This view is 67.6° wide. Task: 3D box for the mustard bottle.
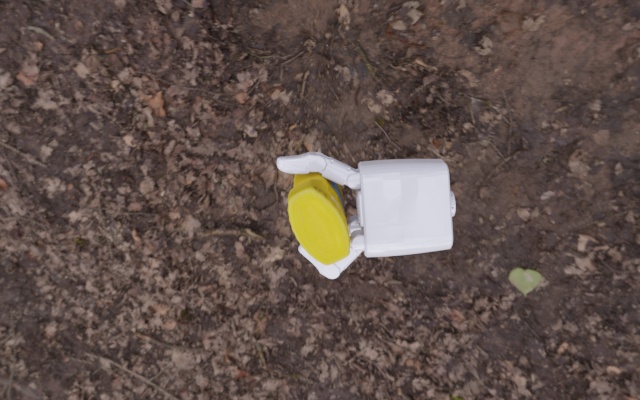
[{"bbox_3d":[0.000,0.002,0.614,0.058,0.096,0.191,-28,15,9],"label":"mustard bottle"}]
